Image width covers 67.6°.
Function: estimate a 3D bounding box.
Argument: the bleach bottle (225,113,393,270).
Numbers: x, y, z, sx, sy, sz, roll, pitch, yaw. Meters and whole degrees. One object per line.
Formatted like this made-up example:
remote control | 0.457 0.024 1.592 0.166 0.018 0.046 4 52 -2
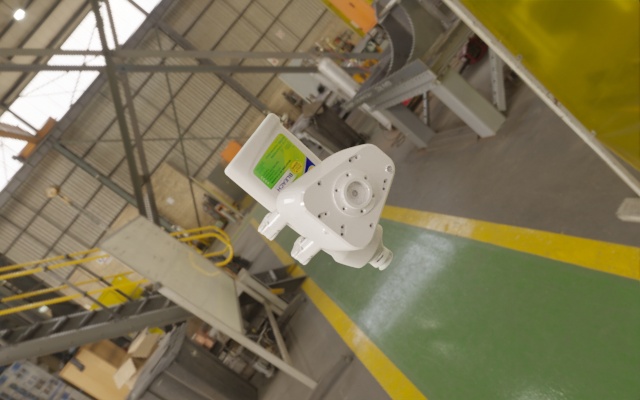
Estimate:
bleach bottle | 0.000 0.002 0.641 0.251 0.102 0.068 38 -14 -11
